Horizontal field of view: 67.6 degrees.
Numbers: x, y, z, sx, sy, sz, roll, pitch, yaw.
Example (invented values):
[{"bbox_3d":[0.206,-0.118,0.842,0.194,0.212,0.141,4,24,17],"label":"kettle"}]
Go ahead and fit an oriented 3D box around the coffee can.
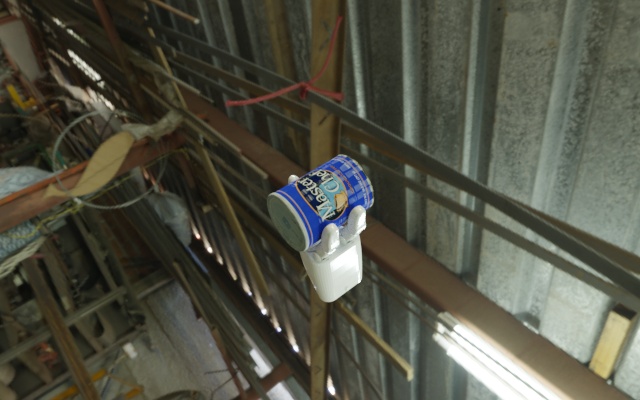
[{"bbox_3d":[0.000,0.002,0.765,0.140,0.103,0.103,-32,14,-24],"label":"coffee can"}]
